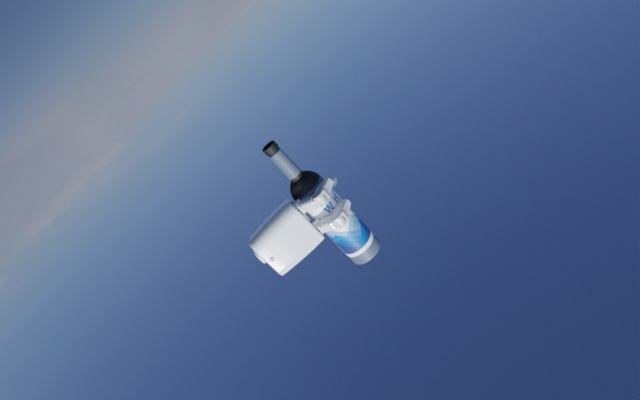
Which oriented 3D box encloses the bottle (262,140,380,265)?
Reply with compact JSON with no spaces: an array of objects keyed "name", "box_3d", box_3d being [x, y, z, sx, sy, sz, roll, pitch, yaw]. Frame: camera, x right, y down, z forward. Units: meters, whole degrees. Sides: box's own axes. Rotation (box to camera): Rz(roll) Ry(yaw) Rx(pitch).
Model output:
[{"name":"bottle","box_3d":[0.000,0.003,0.890,0.296,0.069,0.069,47,-24,-24]}]
